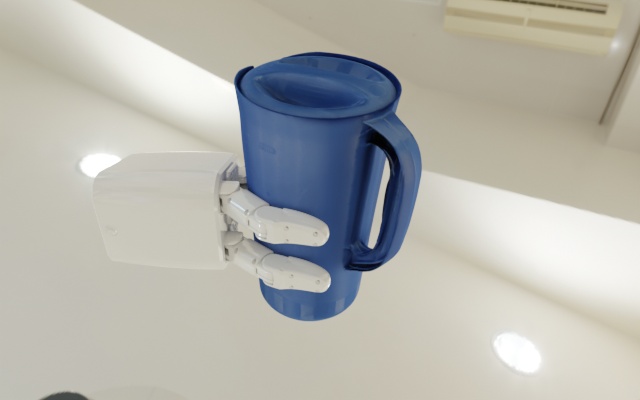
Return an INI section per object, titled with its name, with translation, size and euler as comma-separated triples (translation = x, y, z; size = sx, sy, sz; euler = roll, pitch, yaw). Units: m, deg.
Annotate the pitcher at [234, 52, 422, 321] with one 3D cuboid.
[pitcher]
translation = 0.000, 0.001, 0.440
size = 0.145, 0.243, 0.149
euler = 3, 36, 0
